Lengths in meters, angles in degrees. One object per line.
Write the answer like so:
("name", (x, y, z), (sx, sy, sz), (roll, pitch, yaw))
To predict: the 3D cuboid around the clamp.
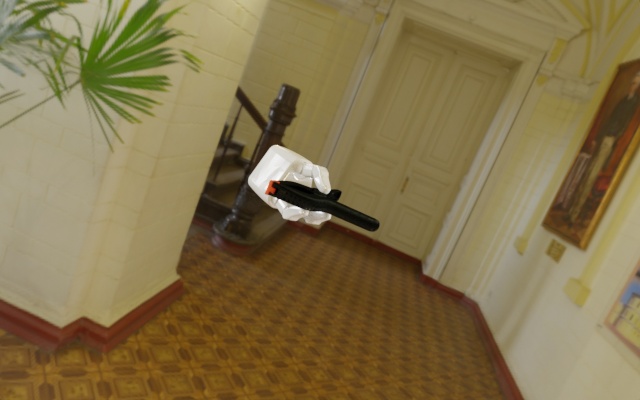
("clamp", (0.000, 0.002, 0.874), (0.210, 0.036, 0.164), (13, 16, -39))
